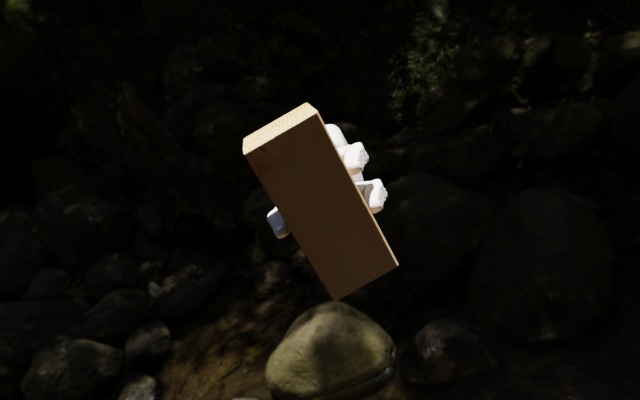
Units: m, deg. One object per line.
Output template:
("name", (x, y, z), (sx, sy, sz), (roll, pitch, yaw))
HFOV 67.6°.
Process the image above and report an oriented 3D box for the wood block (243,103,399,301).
("wood block", (0.000, 0.002, 0.566), (0.091, 0.206, 0.090), (-30, 20, 1))
